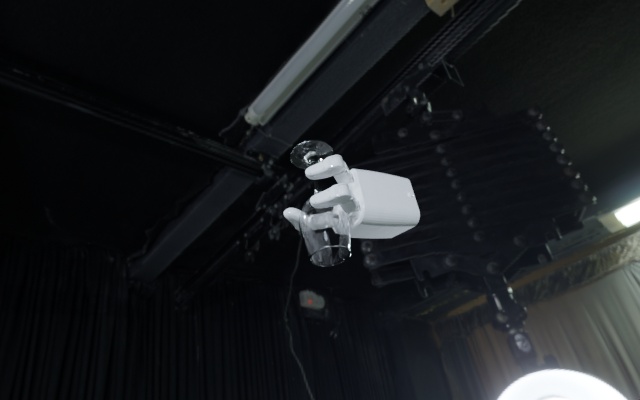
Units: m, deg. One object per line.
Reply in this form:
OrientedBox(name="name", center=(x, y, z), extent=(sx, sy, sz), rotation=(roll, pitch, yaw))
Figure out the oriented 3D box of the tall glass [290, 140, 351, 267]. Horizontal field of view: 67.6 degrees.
OrientedBox(name="tall glass", center=(0.000, 0.002, 0.756), extent=(0.079, 0.201, 0.079), rotation=(-7, -35, -5))
